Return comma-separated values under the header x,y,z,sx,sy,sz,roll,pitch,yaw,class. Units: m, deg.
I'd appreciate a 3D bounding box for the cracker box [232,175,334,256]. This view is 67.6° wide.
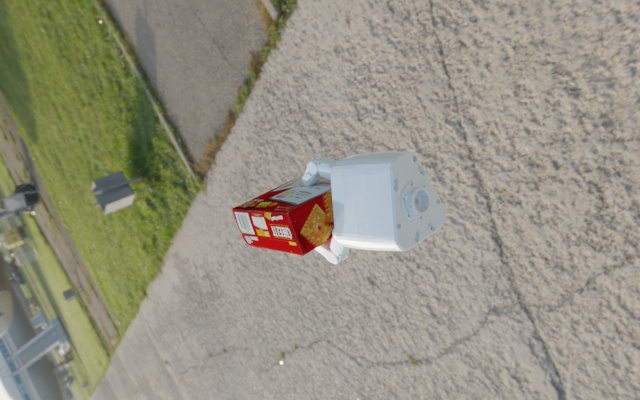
x,y,z,sx,sy,sz,roll,pitch,yaw,class
0.000,0.002,0.723,0.213,0.072,0.164,-27,16,-33,cracker box
